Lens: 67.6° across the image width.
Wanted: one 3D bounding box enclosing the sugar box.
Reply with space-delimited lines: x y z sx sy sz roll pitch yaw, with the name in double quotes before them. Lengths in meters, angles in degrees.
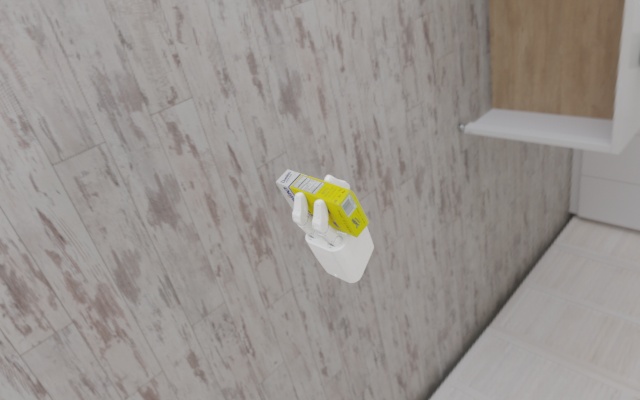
"sugar box" 0.000 0.003 0.896 0.176 0.048 0.093 17 -32 43
